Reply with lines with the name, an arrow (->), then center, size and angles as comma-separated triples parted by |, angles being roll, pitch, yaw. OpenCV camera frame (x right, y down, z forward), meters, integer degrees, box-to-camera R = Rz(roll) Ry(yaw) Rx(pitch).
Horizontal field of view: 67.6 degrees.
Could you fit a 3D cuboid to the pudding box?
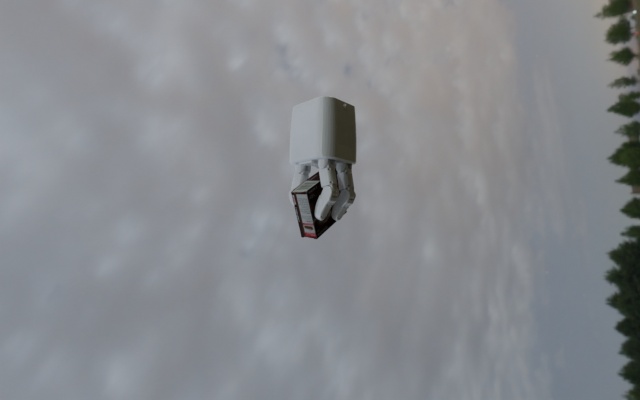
pudding box -> 0.000, 0.003, 0.840 | 0.039, 0.090, 0.113 | 2, 25, 35
